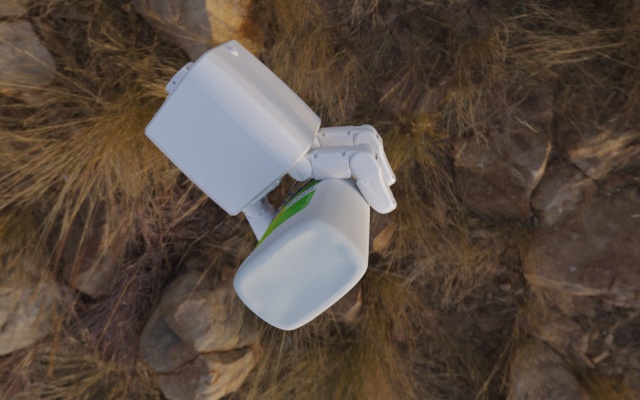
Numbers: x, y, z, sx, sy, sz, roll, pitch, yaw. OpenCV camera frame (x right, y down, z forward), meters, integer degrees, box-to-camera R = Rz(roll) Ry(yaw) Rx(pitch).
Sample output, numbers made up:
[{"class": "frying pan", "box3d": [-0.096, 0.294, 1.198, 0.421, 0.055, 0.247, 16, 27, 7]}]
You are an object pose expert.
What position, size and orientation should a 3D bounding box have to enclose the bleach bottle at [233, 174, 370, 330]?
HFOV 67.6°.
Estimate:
[{"class": "bleach bottle", "box3d": [0.000, 0.001, 0.448, 0.102, 0.068, 0.250, -41, 14, 22]}]
